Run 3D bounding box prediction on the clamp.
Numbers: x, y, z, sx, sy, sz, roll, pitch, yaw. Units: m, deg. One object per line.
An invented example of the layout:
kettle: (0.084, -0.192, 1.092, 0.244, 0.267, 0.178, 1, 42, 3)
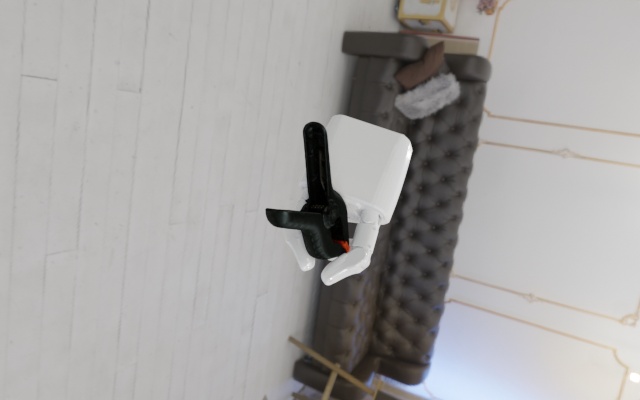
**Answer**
clamp: (0.001, 0.002, 0.514, 0.039, 0.120, 0.171, 14, -21, 25)
